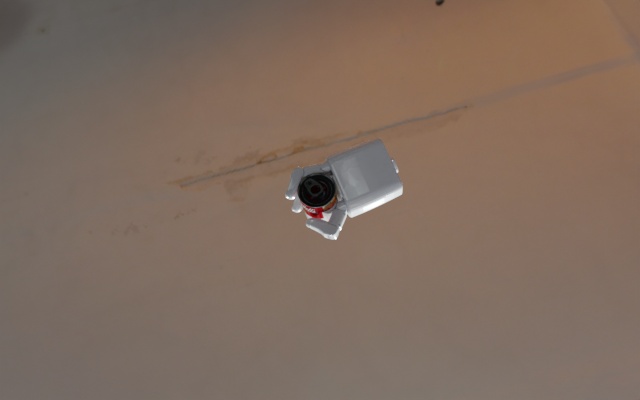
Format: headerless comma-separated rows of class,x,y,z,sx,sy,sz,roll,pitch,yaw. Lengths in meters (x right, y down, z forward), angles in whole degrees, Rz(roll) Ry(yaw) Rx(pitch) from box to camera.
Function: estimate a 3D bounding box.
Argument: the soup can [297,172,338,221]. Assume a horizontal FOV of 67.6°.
soup can,0.000,0.003,0.867,0.068,0.068,0.102,0,-25,9
